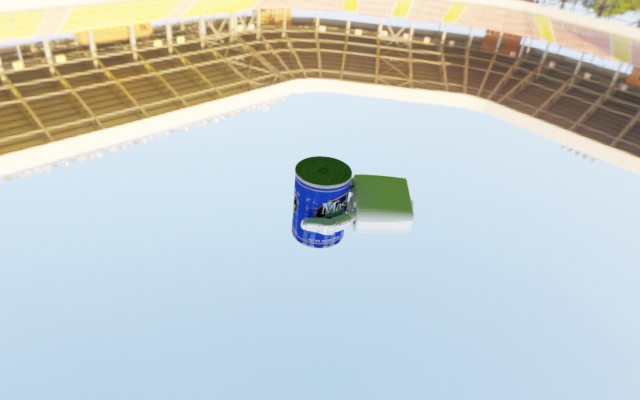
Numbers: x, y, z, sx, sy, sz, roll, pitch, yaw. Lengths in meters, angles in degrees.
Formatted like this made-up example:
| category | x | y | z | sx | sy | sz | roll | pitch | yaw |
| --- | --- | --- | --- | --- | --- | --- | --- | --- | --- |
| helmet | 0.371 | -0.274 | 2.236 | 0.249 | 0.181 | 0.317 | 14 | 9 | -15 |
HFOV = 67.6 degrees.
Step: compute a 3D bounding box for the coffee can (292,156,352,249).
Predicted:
| category | x | y | z | sx | sy | sz | roll | pitch | yaw |
| --- | --- | --- | --- | --- | --- | --- | --- | --- | --- |
| coffee can | 0.000 | 0.003 | 0.887 | 0.103 | 0.140 | 0.102 | 4 | 34 | -3 |
